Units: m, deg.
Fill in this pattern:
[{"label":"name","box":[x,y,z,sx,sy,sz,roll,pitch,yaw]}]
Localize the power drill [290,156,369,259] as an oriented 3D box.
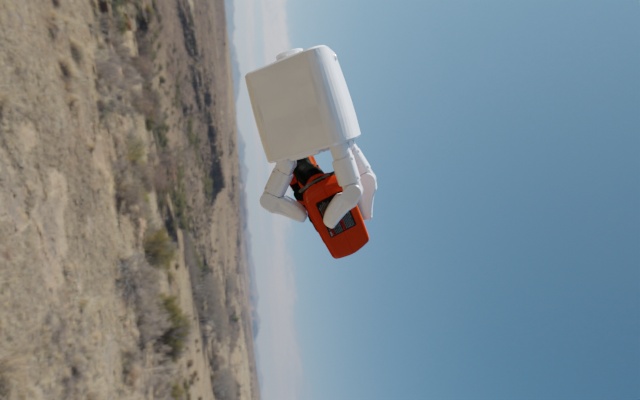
[{"label":"power drill","box":[0.000,0.002,0.647,0.057,0.184,0.187,-30,28,-6]}]
